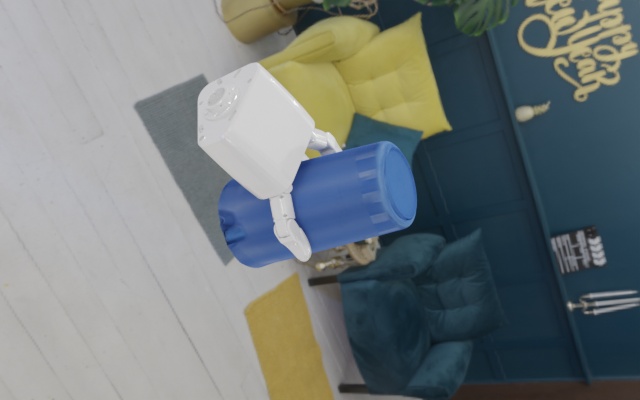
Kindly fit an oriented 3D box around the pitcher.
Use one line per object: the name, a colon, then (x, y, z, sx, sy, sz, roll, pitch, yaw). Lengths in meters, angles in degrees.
pitcher: (0.000, 0.002, 0.634, 0.243, 0.149, 0.145, -14, -39, 30)
